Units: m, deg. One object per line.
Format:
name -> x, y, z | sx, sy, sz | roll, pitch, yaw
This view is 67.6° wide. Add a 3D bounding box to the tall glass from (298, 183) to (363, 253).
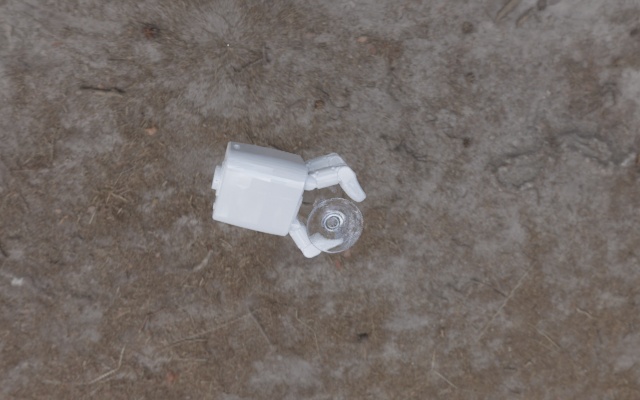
tall glass -> 0.000, 0.003, 0.698 | 0.079, 0.079, 0.201 | 0, 18, -11
